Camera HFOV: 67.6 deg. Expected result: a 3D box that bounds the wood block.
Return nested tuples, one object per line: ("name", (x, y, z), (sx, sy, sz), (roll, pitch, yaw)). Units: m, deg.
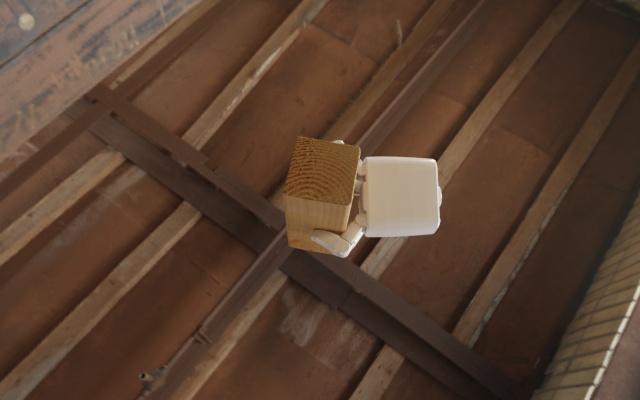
("wood block", (0.000, 0.003, 0.713), (0.090, 0.090, 0.206), (10, -24, 3))
